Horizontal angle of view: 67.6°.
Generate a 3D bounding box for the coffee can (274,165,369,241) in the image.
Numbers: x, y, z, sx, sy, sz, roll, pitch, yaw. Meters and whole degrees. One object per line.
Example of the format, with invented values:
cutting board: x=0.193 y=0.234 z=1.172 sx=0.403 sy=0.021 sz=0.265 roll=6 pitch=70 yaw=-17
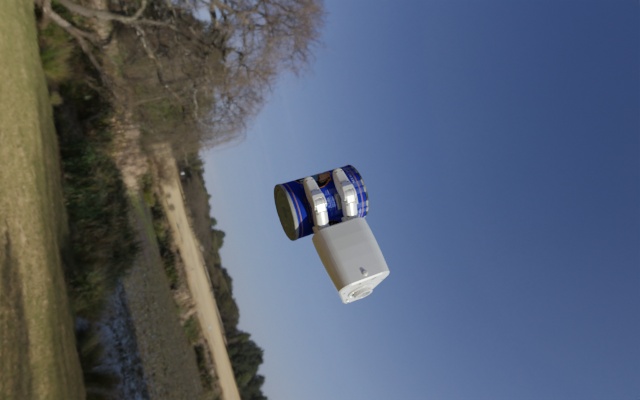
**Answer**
coffee can: x=0.000 y=0.003 z=0.850 sx=0.140 sy=0.103 sz=0.103 roll=-17 pitch=5 yaw=-18
